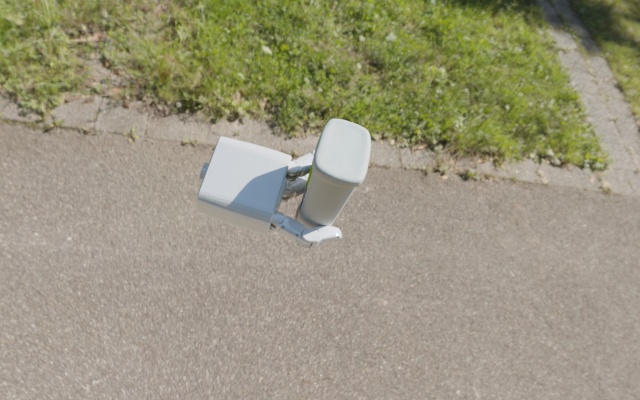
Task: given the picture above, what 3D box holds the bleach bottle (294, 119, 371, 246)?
[{"bbox_3d":[0.000,0.002,0.686,0.068,0.102,0.251,18,-36,-5],"label":"bleach bottle"}]
